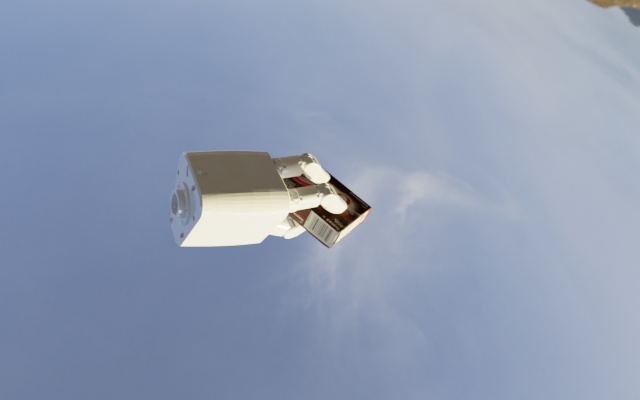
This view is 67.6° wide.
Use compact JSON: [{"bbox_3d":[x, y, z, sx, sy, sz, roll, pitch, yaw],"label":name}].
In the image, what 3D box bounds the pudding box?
[{"bbox_3d":[0.000,0.002,0.646,0.113,0.039,0.090,41,39,13],"label":"pudding box"}]
